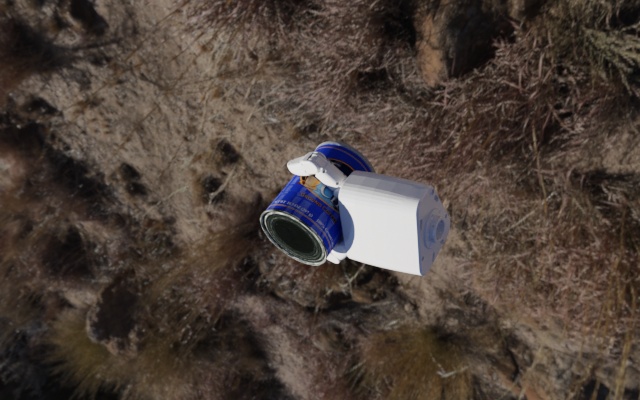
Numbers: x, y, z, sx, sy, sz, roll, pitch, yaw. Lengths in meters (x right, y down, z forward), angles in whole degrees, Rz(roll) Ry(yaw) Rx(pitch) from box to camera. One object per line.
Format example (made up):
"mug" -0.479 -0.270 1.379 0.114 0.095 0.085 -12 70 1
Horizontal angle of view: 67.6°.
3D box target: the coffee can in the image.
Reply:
"coffee can" 0.000 0.002 0.649 0.103 0.103 0.140 0 43 45
